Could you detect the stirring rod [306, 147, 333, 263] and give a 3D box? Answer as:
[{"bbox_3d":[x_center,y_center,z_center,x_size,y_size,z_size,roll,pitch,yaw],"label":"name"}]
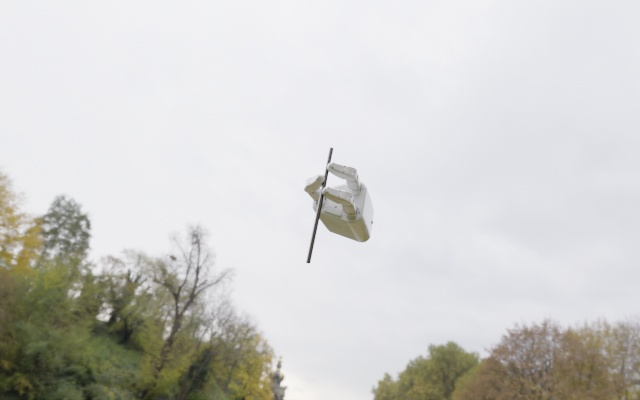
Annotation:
[{"bbox_3d":[0.000,0.003,0.882,0.011,0.239,0.011,9,-27,5],"label":"stirring rod"}]
